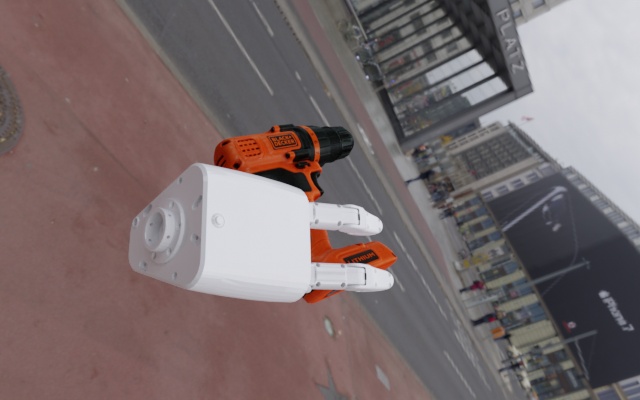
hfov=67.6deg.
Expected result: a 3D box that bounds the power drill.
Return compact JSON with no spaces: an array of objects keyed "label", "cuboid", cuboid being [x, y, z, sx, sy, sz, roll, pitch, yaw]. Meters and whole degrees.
[{"label":"power drill","cuboid":[0.000,0.002,0.507,0.184,0.187,0.057,-16,-23,-40]}]
